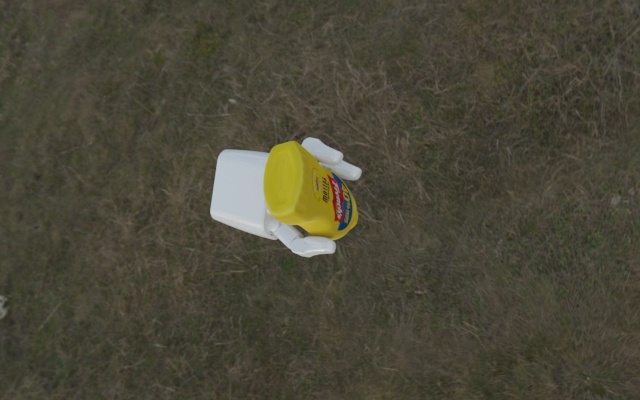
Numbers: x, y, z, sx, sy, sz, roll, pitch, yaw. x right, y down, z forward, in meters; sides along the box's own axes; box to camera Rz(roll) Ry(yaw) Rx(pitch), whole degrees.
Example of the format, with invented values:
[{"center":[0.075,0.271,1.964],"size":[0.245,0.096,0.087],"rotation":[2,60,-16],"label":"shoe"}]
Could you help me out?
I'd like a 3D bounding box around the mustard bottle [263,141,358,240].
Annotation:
[{"center":[0.000,0.002,0.632],"size":[0.058,0.096,0.192],"rotation":[-14,-24,25],"label":"mustard bottle"}]
